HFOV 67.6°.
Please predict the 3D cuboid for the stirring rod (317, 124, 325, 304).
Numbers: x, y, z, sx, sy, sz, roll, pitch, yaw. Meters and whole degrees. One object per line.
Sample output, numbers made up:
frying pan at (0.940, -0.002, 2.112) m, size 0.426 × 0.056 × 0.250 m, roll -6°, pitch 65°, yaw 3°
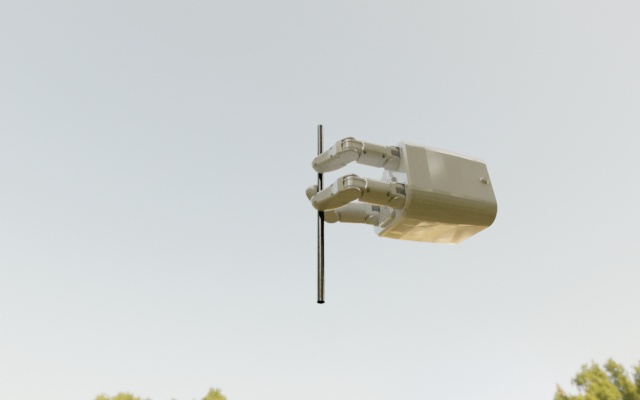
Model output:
stirring rod at (0.000, 0.002, 0.524) m, size 0.011 × 0.239 × 0.011 m, roll 0°, pitch -38°, yaw 0°
